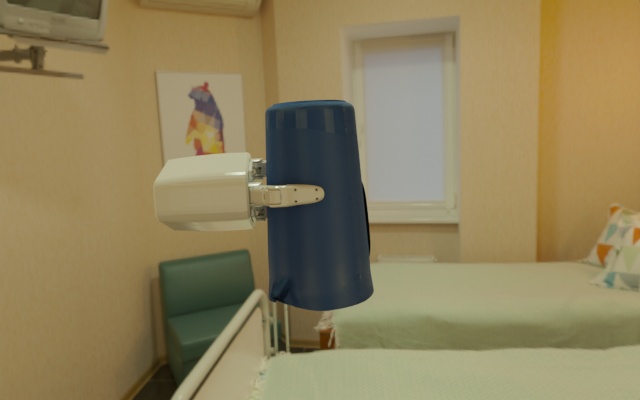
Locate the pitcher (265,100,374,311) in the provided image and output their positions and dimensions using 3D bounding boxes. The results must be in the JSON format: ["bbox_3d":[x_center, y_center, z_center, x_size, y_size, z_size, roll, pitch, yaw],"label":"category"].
[{"bbox_3d":[0.000,0.002,0.597,0.145,0.243,0.149,-4,8,-5],"label":"pitcher"}]
